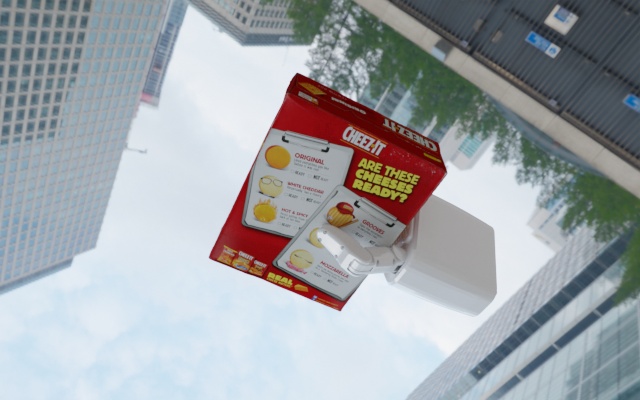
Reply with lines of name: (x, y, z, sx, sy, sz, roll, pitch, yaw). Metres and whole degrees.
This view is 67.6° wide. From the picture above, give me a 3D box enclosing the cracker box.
cracker box: (0.000, 0.002, 0.499, 0.164, 0.214, 0.072, 24, 32, -11)
